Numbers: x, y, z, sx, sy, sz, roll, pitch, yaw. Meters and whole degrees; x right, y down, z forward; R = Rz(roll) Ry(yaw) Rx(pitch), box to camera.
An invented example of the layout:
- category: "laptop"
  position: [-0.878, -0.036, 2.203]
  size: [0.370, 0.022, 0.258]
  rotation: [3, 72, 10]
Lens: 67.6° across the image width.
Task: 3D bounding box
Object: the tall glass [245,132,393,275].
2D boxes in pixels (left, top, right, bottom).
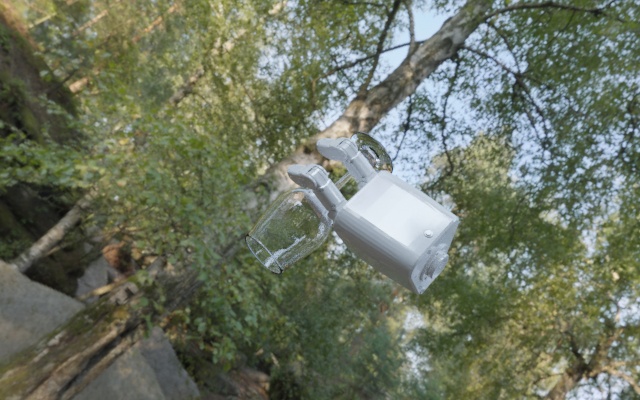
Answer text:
- category: "tall glass"
  position: [0.000, 0.001, 0.593]
  size: [0.201, 0.079, 0.079]
  rotation: [-42, 19, -23]
